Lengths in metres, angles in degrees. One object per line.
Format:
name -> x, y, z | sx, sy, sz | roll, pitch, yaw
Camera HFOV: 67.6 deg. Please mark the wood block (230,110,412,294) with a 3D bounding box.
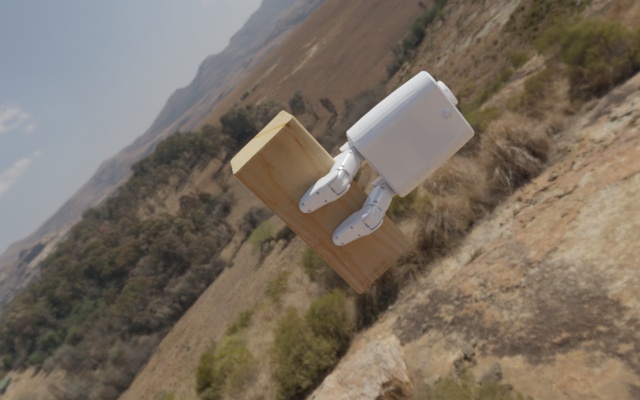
wood block -> 0.000, 0.001, 0.568 | 0.206, 0.090, 0.090 | 45, 2, -19
